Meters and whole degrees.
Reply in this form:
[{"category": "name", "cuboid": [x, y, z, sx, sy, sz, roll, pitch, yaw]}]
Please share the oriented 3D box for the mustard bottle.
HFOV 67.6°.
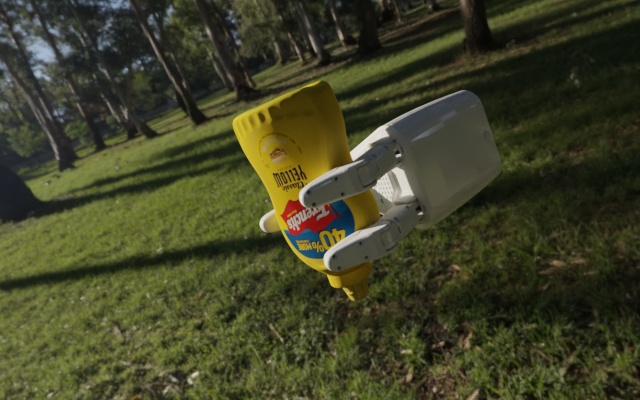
[{"category": "mustard bottle", "cuboid": [0.000, 0.001, 0.417, 0.096, 0.192, 0.058, -14, 16, 37]}]
